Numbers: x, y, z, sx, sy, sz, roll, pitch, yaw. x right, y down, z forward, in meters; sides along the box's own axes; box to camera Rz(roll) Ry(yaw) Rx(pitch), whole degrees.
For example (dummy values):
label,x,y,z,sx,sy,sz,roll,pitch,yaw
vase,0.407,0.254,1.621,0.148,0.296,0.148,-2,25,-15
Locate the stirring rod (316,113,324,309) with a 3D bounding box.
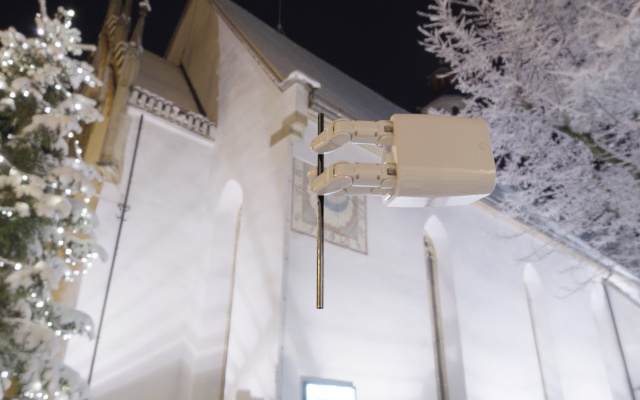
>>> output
label,x,y,z,sx,sy,sz,roll,pitch,yaw
stirring rod,0.000,0.002,0.539,0.011,0.239,0.011,0,-26,0
